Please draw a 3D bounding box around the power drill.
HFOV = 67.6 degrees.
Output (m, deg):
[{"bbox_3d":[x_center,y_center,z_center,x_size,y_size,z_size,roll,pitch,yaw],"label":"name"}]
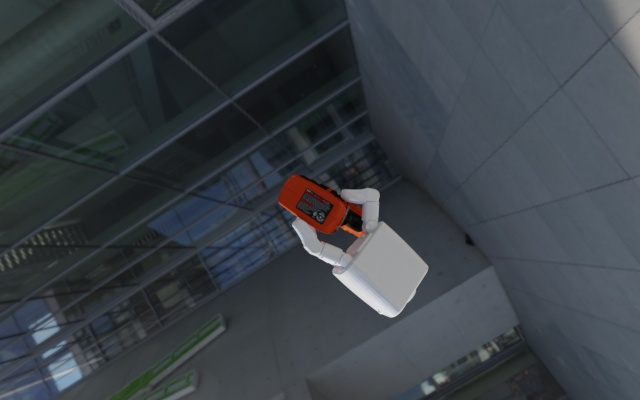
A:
[{"bbox_3d":[0.000,0.003,0.800,0.184,0.057,0.187,30,6,17],"label":"power drill"}]
